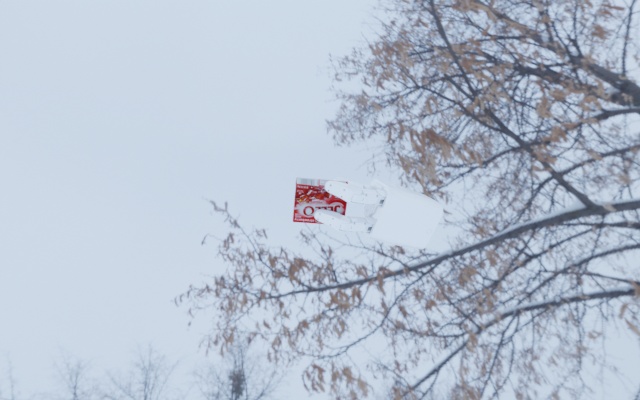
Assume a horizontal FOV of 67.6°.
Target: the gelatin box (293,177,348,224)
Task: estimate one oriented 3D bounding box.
[{"bbox_3d":[0.000,0.002,0.803,0.089,0.073,0.030,5,28,-3],"label":"gelatin box"}]
